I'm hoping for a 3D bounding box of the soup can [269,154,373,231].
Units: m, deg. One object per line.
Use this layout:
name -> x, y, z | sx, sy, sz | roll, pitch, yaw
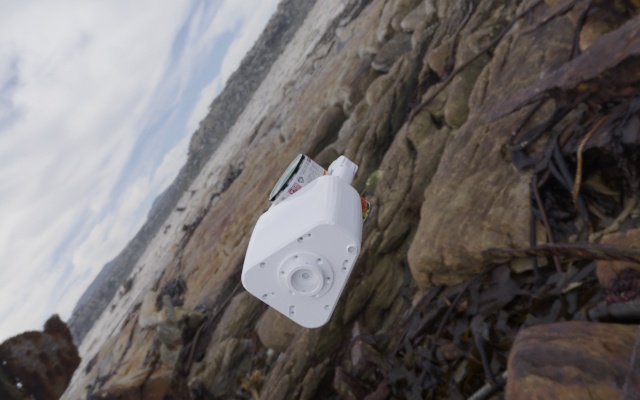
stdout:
soup can -> 0.000, 0.001, 0.553 | 0.102, 0.068, 0.068 | 35, -8, -12
